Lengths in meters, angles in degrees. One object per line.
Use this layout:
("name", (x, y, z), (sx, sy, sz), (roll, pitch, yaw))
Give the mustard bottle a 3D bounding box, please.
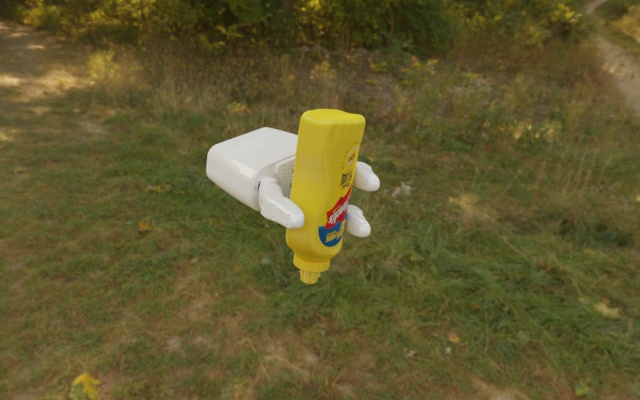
("mustard bottle", (0.000, 0.002, 0.516), (0.058, 0.192, 0.096), (16, 19, 19))
